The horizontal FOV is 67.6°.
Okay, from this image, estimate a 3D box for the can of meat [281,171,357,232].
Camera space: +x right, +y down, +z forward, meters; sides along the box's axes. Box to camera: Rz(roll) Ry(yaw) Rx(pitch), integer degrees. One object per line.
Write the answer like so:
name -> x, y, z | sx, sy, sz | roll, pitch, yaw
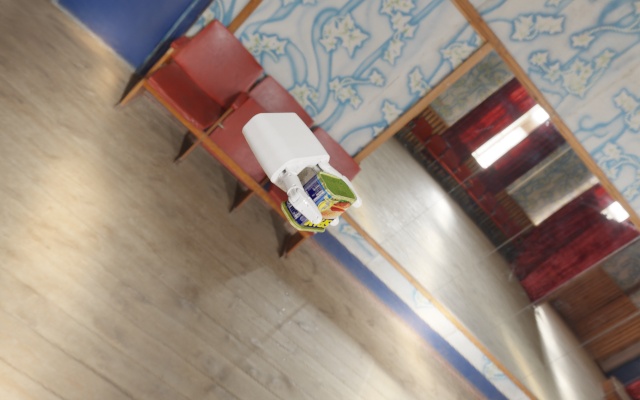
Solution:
can of meat -> 0.000, 0.002, 0.774 | 0.084, 0.057, 0.102 | -42, -25, 20
